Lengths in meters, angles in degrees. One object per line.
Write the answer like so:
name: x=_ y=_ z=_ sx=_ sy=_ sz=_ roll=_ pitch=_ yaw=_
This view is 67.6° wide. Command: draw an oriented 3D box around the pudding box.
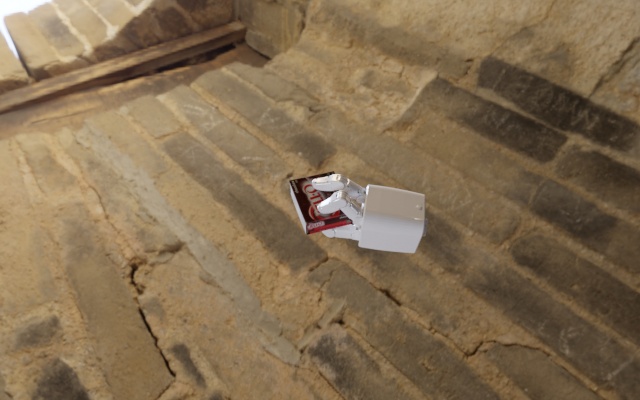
pudding box: x=0.000 y=0.003 z=0.865 sx=0.090 sy=0.039 sz=0.113 roll=-12 pitch=46 yaw=-14
